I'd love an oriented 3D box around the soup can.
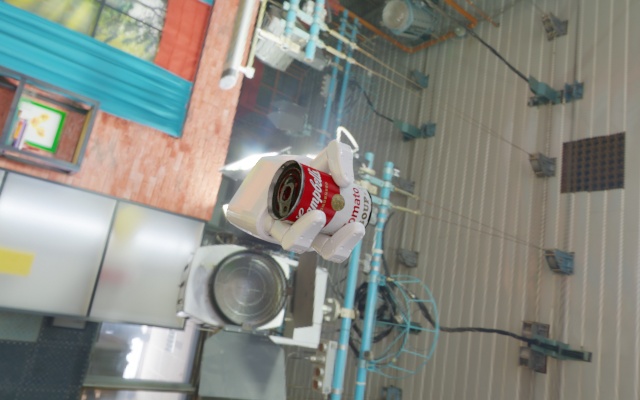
[{"bbox_3d":[0.001,0.002,0.541,0.102,0.068,0.068,19,-11,-34],"label":"soup can"}]
